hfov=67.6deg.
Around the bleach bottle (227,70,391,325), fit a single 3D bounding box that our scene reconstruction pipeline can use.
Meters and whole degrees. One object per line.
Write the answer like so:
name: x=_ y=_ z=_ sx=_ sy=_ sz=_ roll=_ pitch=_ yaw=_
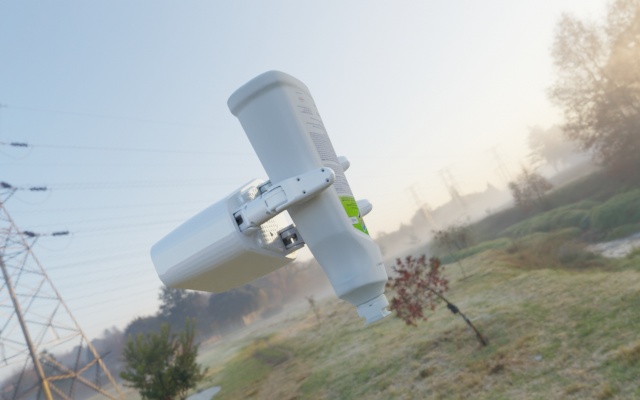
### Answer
bleach bottle: x=0.000 y=0.001 z=0.470 sx=0.068 sy=0.251 sz=0.102 roll=-28 pitch=-9 yaw=21
